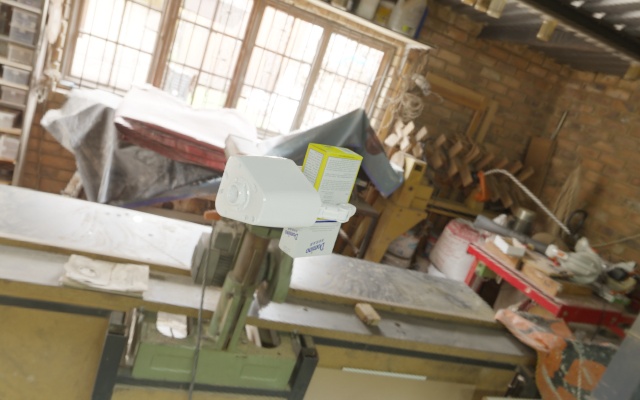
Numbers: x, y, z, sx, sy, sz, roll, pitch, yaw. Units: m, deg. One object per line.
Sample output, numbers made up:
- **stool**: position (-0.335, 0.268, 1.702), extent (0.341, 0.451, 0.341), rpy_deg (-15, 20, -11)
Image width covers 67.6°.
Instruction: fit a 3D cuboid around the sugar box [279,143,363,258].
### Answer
- **sugar box**: position (0.000, 0.002, 0.757), extent (0.093, 0.176, 0.048), rpy_deg (2, 23, -47)
